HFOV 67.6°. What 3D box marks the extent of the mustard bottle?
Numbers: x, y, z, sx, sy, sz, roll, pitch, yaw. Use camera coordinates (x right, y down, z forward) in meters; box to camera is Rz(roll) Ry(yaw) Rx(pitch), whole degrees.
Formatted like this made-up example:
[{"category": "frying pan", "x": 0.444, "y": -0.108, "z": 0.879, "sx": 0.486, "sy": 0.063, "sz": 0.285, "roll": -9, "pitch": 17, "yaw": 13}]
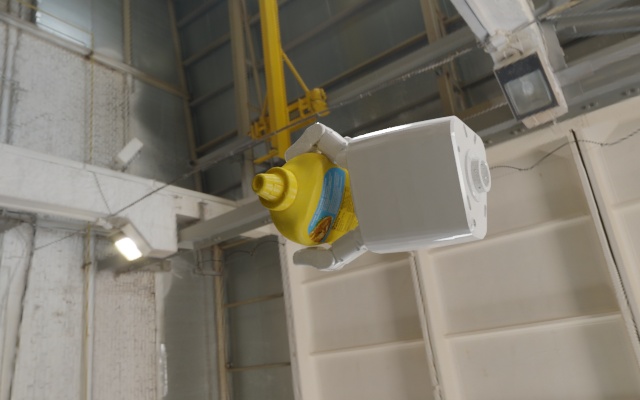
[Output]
[{"category": "mustard bottle", "x": 0.000, "y": 0.002, "z": 0.508, "sx": 0.058, "sy": 0.096, "sz": 0.192, "roll": 20, "pitch": 2, "yaw": 38}]
